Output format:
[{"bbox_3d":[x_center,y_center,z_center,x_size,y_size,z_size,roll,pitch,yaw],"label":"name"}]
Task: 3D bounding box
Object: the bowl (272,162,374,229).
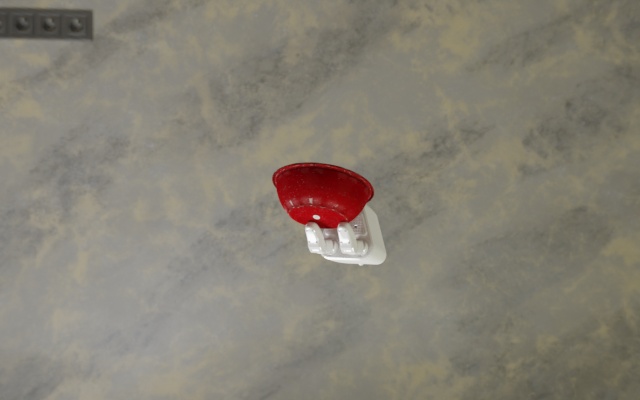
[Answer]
[{"bbox_3d":[-0.001,0.002,0.738,0.162,0.055,0.162,8,-23,3],"label":"bowl"}]
